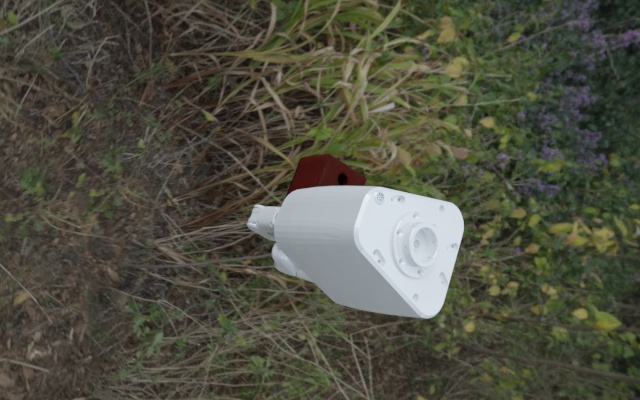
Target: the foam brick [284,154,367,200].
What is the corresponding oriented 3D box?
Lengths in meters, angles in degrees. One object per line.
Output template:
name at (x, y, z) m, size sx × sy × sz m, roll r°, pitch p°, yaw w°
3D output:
foam brick at (0.000, 0.001, 0.461) m, size 0.053 × 0.078 × 0.051 m, roll 30°, pitch -19°, yaw -30°
